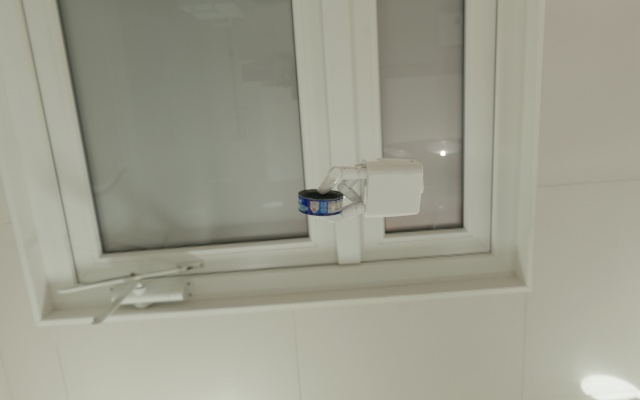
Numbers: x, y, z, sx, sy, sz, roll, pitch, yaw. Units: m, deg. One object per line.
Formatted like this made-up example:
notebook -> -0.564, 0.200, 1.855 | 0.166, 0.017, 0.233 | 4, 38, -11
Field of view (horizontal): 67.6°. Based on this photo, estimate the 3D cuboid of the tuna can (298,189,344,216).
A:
tuna can -> 0.000, 0.004, 0.900 | 0.086, 0.034, 0.086 | 2, 14, 0
